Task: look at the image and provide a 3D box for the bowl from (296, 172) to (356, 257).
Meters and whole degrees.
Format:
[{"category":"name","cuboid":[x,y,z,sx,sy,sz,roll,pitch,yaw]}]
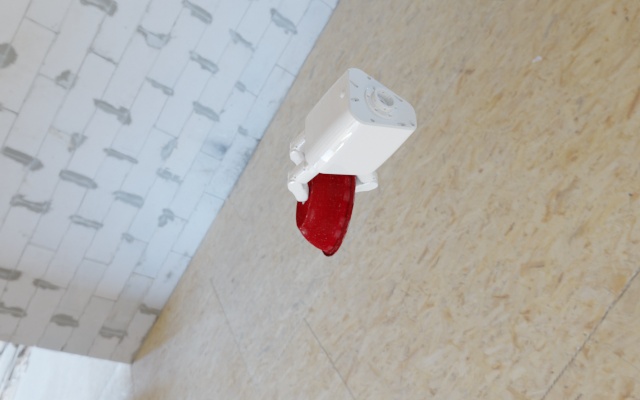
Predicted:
[{"category":"bowl","cuboid":[-0.001,0.003,0.731,0.055,0.162,0.162,10,-3,-15]}]
